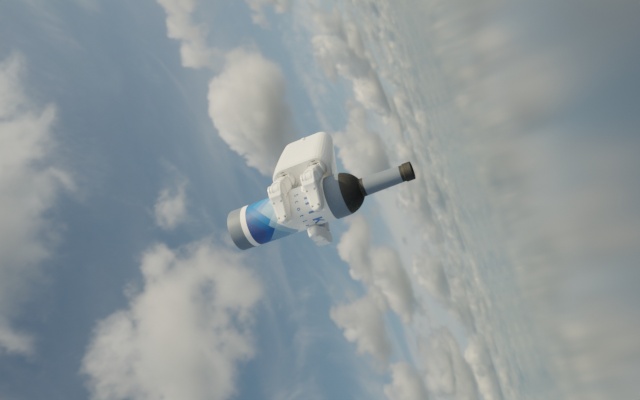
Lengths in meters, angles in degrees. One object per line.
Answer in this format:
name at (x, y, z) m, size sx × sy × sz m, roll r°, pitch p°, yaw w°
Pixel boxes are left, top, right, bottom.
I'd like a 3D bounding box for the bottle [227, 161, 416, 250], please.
bottle at (0.000, 0.003, 0.731) m, size 0.296 × 0.069 × 0.069 m, roll -19°, pitch -6°, yaw 17°
